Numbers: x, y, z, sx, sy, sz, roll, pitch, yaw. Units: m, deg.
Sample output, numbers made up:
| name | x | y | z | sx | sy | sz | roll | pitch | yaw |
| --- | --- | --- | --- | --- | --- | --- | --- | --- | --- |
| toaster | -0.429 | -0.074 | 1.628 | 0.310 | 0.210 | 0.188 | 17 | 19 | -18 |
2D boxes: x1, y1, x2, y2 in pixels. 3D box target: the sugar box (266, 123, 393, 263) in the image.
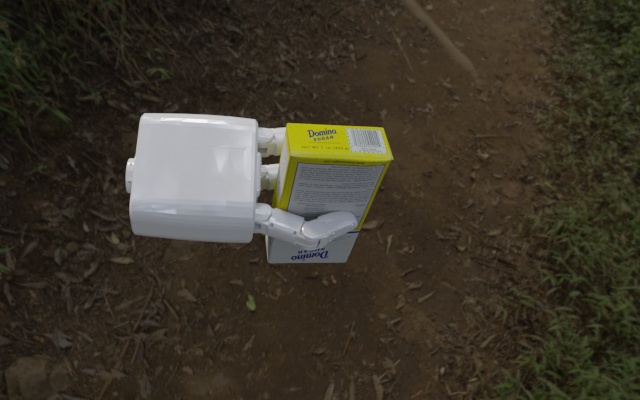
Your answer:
| name | x | y | z | sx | sy | sz | roll | pitch | yaw |
| --- | --- | --- | --- | --- | --- | --- | --- | --- | --- |
| sugar box | 0.000 | 0.001 | 0.478 | 0.093 | 0.048 | 0.176 | 1 | -35 | -14 |
